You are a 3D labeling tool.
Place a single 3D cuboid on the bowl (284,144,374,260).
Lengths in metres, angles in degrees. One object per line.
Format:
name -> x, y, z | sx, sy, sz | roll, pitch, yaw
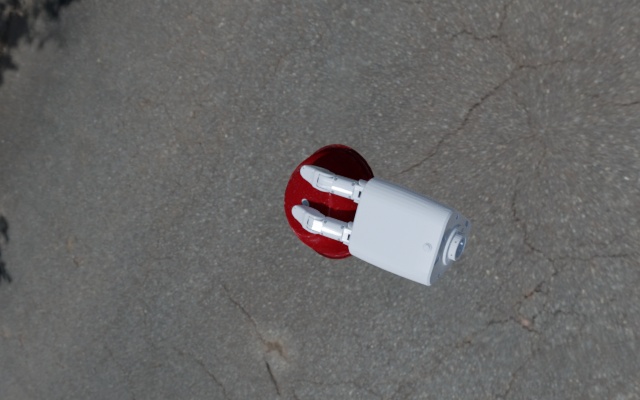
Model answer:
bowl -> -0.001, 0.002, 0.652 | 0.055, 0.162, 0.162 | -1, 1, -45
